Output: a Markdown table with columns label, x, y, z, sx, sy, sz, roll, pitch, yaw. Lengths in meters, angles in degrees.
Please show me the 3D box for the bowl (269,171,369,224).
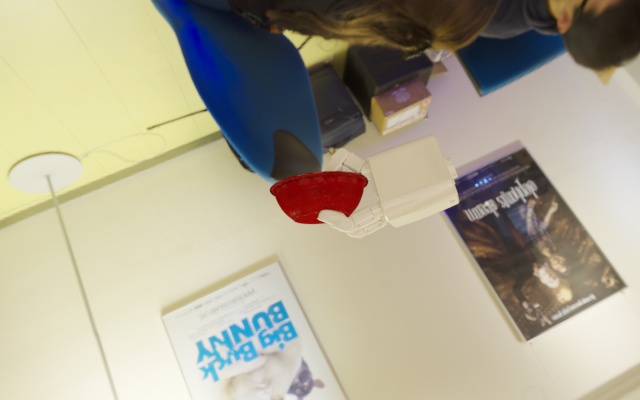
| label | x | y | z | sx | sy | sz | roll | pitch | yaw |
| --- | --- | --- | --- | --- | --- | --- | --- | --- | --- |
| bowl | -0.001 | 0.003 | 0.770 | 0.162 | 0.055 | 0.162 | -5 | -14 | -1 |
